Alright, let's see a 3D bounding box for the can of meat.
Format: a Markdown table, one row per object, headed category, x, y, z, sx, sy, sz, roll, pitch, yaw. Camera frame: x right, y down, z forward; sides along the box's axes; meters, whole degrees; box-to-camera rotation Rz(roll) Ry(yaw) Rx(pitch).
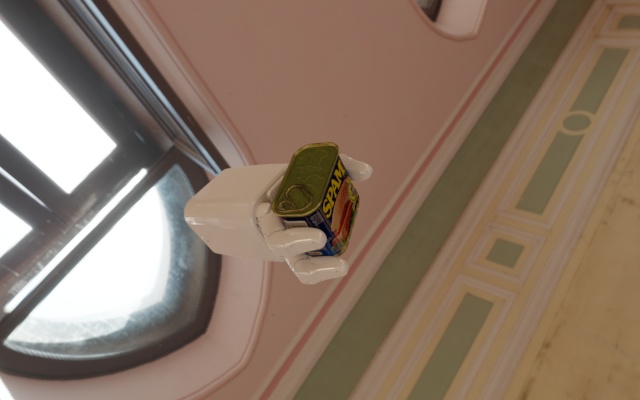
| category | x | y | z | sx | sy | sz | roll | pitch | yaw |
| --- | --- | --- | --- | --- | --- | --- | --- | --- | --- |
| can of meat | 0.000 | 0.002 | 0.525 | 0.057 | 0.102 | 0.084 | -2 | -41 | 28 |
